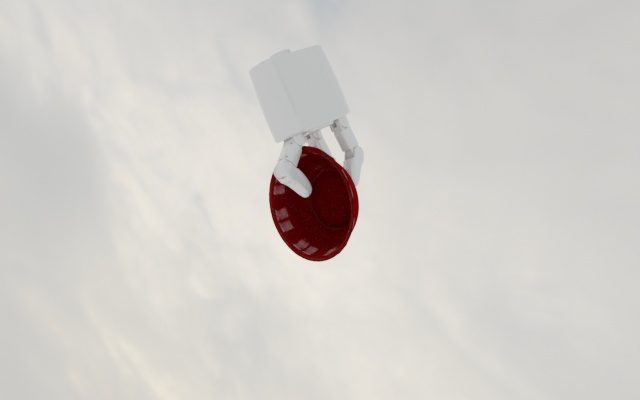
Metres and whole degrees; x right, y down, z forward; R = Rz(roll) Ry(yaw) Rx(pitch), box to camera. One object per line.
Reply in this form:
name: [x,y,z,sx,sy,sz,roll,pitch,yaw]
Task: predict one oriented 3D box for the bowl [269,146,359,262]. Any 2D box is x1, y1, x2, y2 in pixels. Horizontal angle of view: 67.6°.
bowl: [0.000,0.003,0.675,0.162,0.162,0.055,0,8,43]
